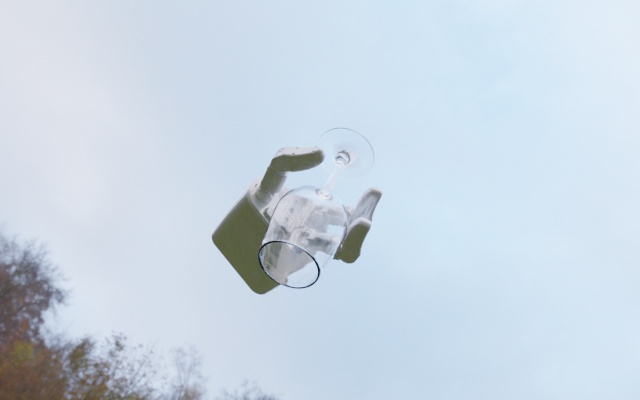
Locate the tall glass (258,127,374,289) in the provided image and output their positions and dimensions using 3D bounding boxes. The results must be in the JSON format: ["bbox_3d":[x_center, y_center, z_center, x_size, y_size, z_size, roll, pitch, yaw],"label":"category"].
[{"bbox_3d":[0.000,0.001,0.517,0.079,0.079,0.201,0,36,22],"label":"tall glass"}]
